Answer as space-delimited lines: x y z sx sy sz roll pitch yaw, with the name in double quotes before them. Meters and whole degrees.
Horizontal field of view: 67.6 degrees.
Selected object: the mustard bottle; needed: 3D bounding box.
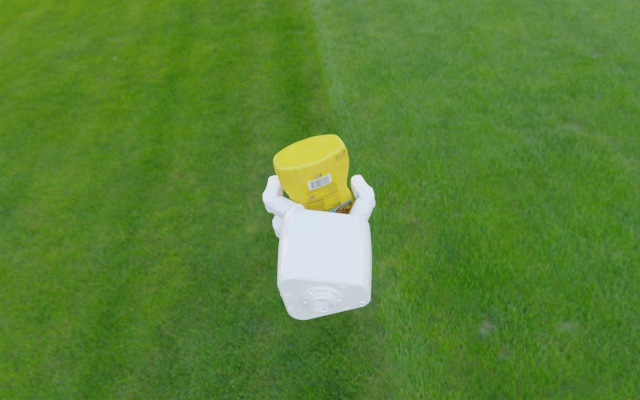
"mustard bottle" 0.000 0.002 0.679 0.096 0.192 0.058 -22 45 -9
